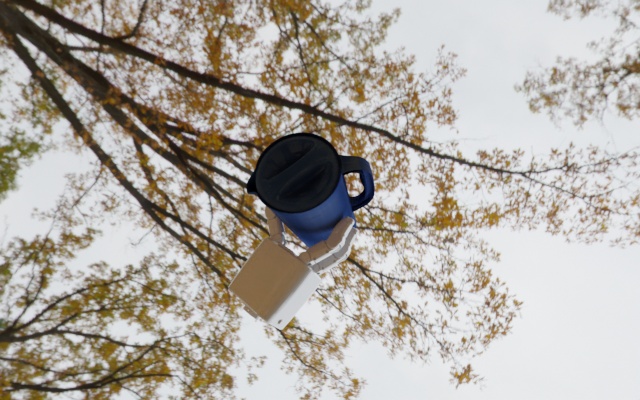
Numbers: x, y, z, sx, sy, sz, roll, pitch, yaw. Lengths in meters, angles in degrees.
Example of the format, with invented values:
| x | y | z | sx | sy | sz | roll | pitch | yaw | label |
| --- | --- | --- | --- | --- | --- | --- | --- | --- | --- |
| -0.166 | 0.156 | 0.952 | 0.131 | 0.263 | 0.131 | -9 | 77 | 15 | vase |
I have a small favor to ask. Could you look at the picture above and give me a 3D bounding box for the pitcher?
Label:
| x | y | z | sx | sy | sz | roll | pitch | yaw | label |
| --- | --- | --- | --- | --- | --- | --- | --- | --- | --- |
| 0.000 | 0.003 | 0.790 | 0.149 | 0.145 | 0.243 | 31 | -13 | 24 | pitcher |
